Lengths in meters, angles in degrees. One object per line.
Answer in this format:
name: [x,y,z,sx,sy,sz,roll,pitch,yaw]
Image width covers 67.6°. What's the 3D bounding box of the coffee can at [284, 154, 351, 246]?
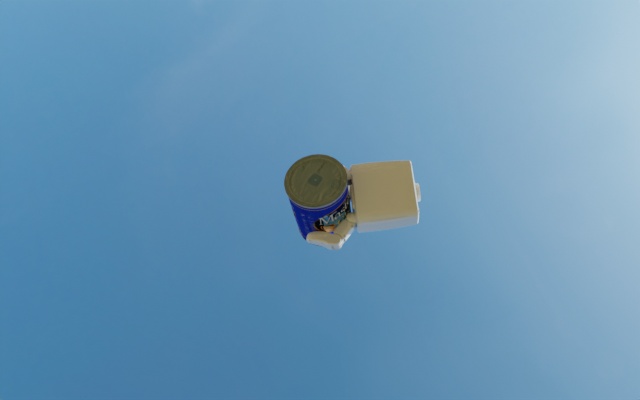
coffee can: [0.000,0.003,0.824,0.103,0.102,0.140,0,-31,8]
